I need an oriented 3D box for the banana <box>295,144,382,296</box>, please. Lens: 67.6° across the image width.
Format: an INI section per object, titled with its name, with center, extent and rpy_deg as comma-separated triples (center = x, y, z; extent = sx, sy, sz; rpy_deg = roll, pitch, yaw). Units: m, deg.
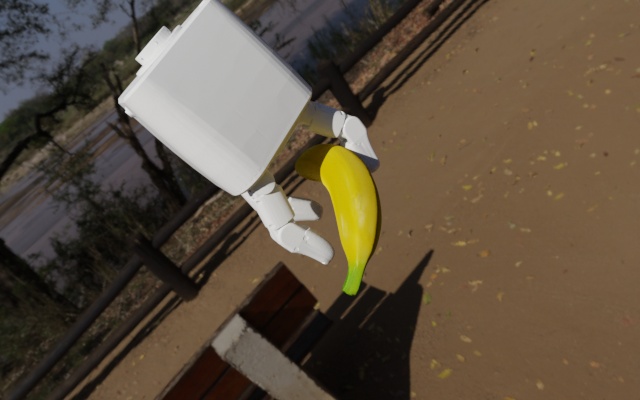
[banana]
center = 0.012, -0.011, 0.406
extent = 0.037, 0.070, 0.197
rpy_deg = 31, 20, -27
